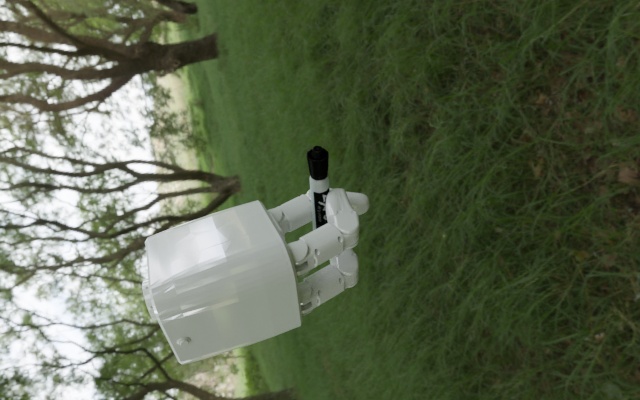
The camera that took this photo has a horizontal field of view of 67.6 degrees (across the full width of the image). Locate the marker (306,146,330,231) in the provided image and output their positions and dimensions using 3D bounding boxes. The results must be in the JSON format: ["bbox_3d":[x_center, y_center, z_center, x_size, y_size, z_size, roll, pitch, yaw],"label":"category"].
[{"bbox_3d":[0.000,0.001,0.437,0.020,0.121,0.020,-2,43,2],"label":"marker"}]
